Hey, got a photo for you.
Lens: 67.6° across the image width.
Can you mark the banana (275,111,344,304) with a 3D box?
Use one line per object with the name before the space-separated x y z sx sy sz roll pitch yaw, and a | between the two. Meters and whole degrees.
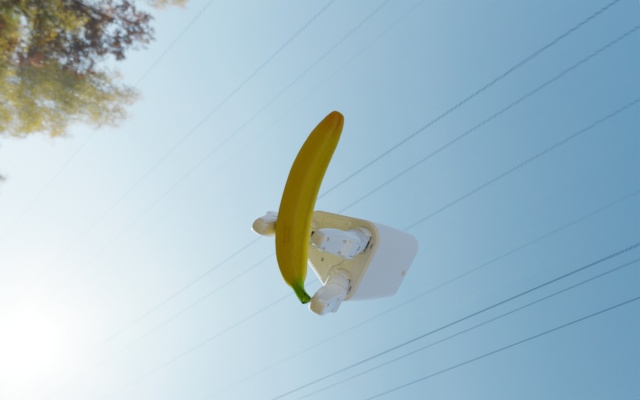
banana | -0.014 0.004 0.503 0.069 0.198 0.037 4 -8 42
